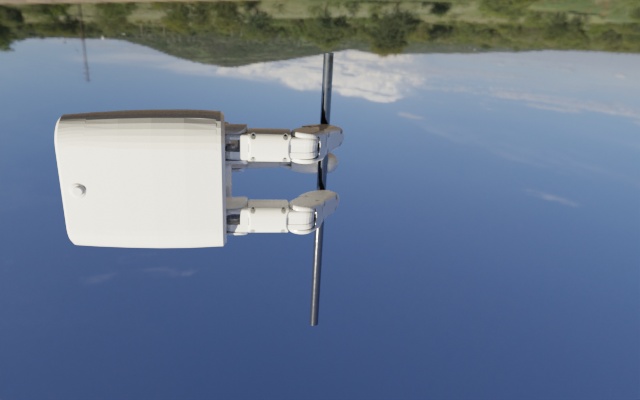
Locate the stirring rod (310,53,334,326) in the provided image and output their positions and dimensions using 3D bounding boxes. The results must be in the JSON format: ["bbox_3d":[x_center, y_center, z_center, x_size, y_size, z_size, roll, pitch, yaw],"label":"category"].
[{"bbox_3d":[0.000,0.001,0.402,0.011,0.240,0.011,3,20,-1],"label":"stirring rod"}]
